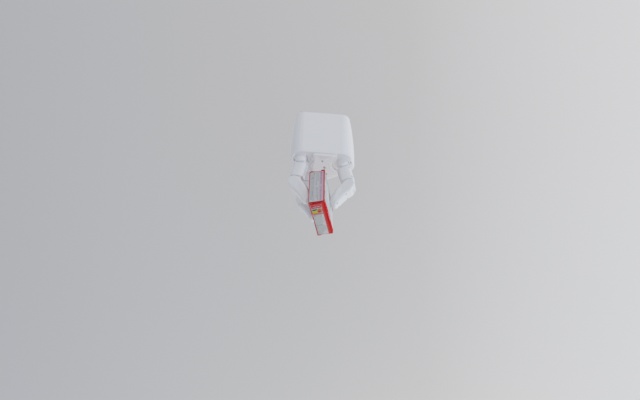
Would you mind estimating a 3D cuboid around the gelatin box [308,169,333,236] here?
[{"bbox_3d":[0.001,0.003,0.806,0.030,0.073,0.089,-9,39,7],"label":"gelatin box"}]
